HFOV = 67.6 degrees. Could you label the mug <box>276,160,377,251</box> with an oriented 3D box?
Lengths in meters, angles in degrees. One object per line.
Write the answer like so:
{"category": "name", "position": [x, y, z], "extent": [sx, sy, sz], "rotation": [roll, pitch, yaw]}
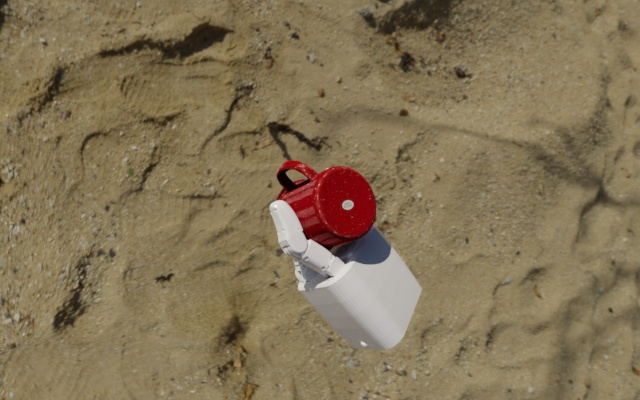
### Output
{"category": "mug", "position": [-0.001, 0.001, 0.527], "extent": [0.093, 0.117, 0.081], "rotation": [-48, 14, -33]}
